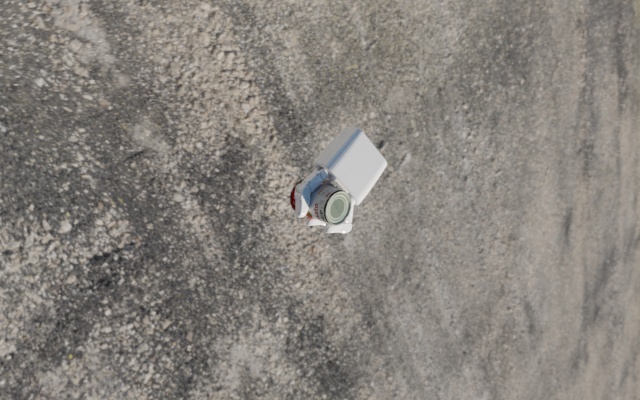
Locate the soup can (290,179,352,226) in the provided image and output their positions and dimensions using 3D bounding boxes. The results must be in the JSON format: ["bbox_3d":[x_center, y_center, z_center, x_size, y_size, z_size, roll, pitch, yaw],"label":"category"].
[{"bbox_3d":[0.000,0.003,0.893,0.068,0.068,0.102,0,13,-43],"label":"soup can"}]
